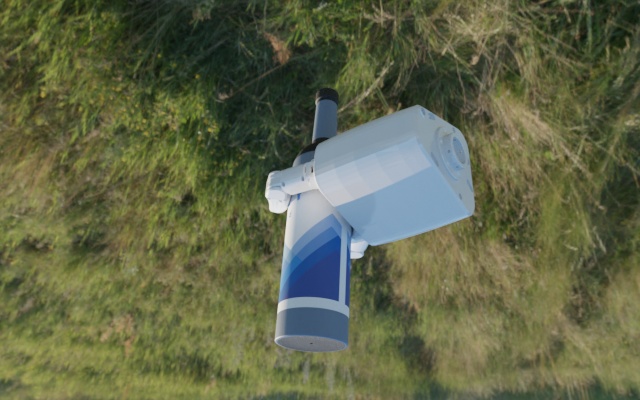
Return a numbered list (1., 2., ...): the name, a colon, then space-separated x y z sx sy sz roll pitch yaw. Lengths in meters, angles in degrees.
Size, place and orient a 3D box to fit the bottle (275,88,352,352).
1. bottle: 0.000 0.002 0.502 0.069 0.295 0.069 3 -29 2
